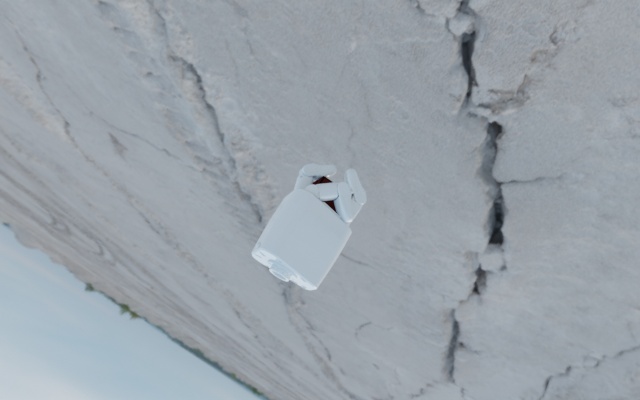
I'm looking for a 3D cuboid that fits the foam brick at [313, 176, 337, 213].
[{"bbox_3d":[0.000,0.003,0.773,0.053,0.051,0.078,34,-21,-10],"label":"foam brick"}]
